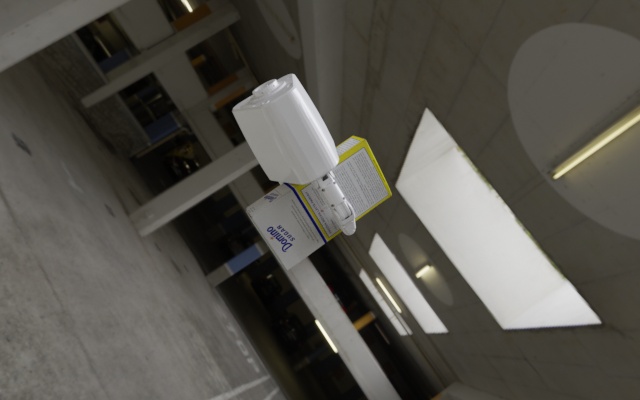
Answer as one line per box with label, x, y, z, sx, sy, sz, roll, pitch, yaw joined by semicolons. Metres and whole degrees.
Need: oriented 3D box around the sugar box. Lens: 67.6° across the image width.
sugar box;0.000;0.002;0.625;0.176;0.093;0.048;-33;24;-8
